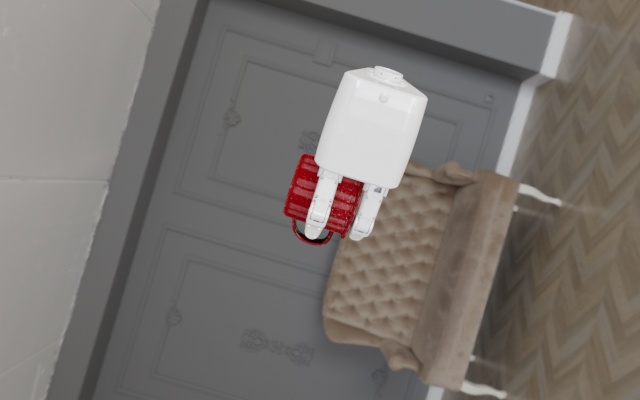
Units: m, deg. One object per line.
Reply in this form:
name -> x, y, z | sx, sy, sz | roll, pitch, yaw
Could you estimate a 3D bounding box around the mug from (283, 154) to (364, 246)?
mug -> -0.001, 0.003, 0.595 | 0.081, 0.117, 0.093 | 18, 23, -1
